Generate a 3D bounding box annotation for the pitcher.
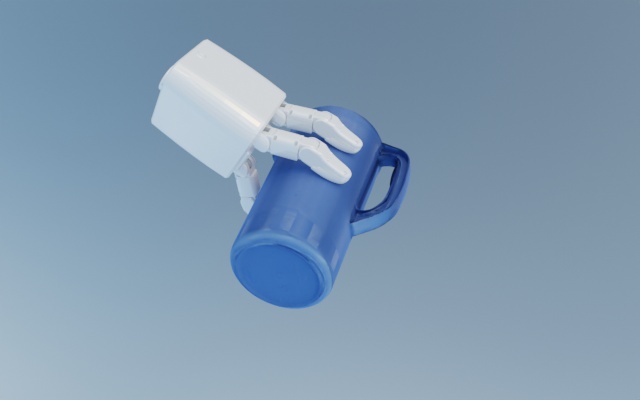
[{"bbox_3d":[0.000,0.002,0.552,0.145,0.242,0.149,38,-50,-13],"label":"pitcher"}]
